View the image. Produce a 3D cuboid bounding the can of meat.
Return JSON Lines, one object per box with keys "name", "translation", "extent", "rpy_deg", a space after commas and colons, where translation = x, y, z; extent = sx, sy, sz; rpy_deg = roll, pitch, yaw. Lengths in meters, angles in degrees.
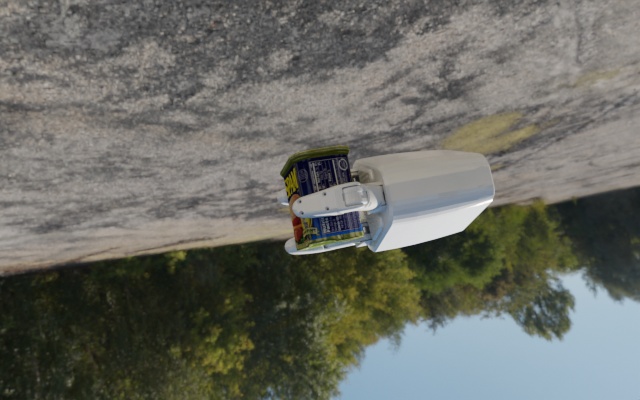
{"name": "can of meat", "translation": [0.000, 0.002, 0.462], "extent": [0.057, 0.084, 0.102], "rpy_deg": [-10, -7, -14]}
